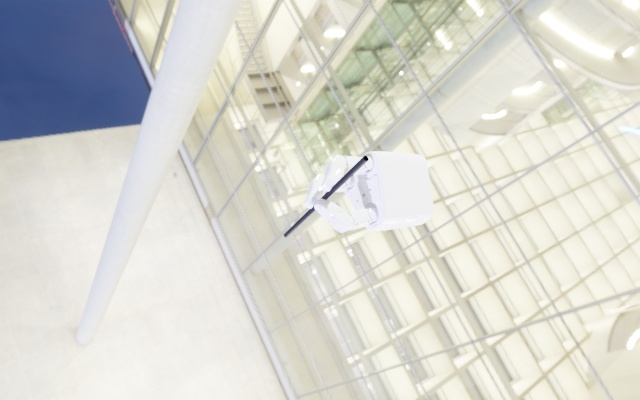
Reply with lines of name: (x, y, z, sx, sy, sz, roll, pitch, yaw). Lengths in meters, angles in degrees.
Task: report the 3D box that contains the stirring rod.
stirring rod: (0.000, 0.002, 0.678, 0.011, 0.011, 0.240, 0, -27, -31)
